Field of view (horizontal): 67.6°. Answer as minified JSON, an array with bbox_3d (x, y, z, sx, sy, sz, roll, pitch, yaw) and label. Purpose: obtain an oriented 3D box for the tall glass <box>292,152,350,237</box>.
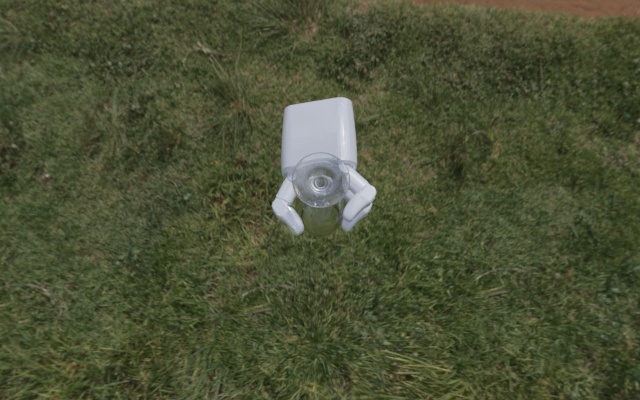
[{"bbox_3d":[0.000,0.002,0.698,0.079,0.079,0.201,0,-17,0],"label":"tall glass"}]
